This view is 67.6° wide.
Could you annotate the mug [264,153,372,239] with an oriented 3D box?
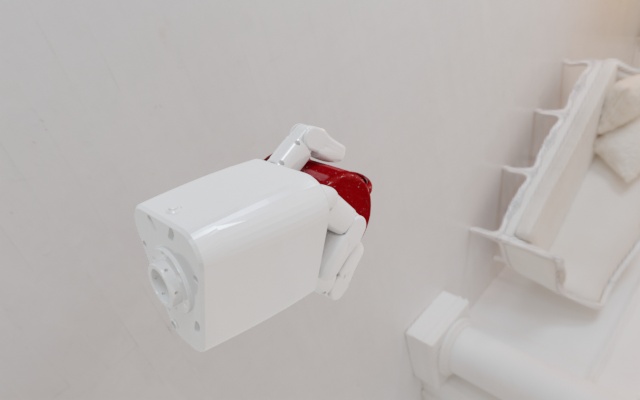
[{"bbox_3d":[0.001,0.001,0.443,0.117,0.093,0.081,-26,31,-37],"label":"mug"}]
